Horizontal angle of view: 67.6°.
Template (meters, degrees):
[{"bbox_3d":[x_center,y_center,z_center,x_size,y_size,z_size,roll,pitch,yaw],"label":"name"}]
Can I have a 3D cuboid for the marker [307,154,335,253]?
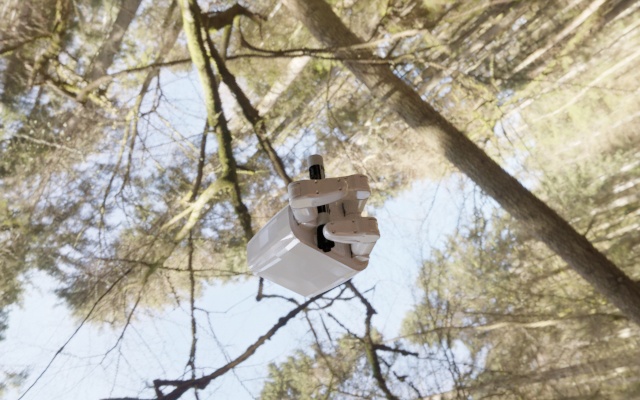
[{"bbox_3d":[0.000,0.002,0.531,0.020,0.121,0.020,-6,-31,-3],"label":"marker"}]
